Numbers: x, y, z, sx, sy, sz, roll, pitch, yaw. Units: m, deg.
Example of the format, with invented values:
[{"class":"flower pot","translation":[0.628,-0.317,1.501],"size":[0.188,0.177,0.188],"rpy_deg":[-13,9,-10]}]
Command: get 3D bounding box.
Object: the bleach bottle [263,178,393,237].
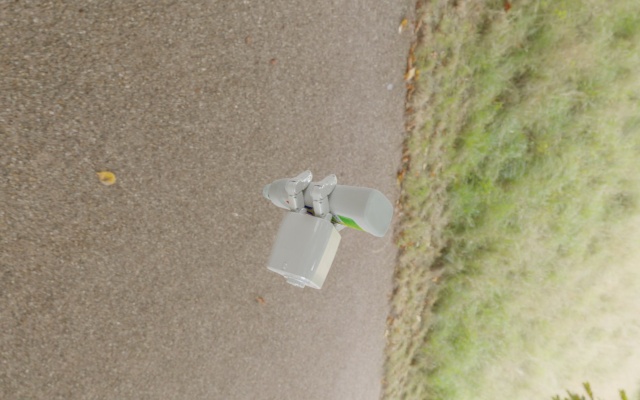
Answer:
[{"class":"bleach bottle","translation":[0.000,0.003,0.883],"size":[0.251,0.068,0.103],"rpy_deg":[10,-18,35]}]
